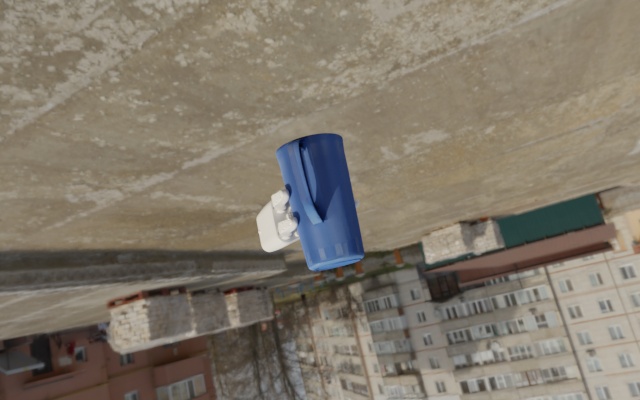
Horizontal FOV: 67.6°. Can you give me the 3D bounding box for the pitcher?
[{"bbox_3d":[0.000,0.003,0.894,0.149,0.242,0.145,-7,-14,-30],"label":"pitcher"}]
